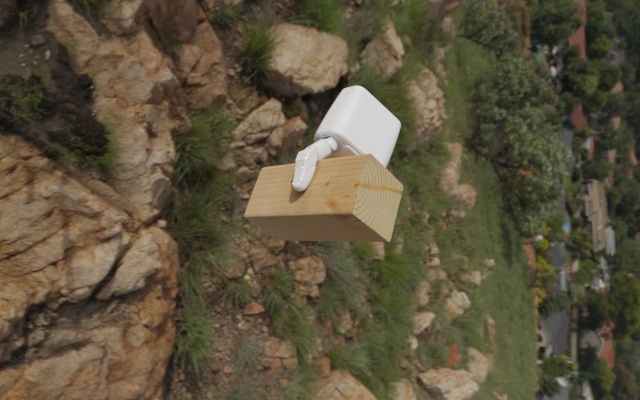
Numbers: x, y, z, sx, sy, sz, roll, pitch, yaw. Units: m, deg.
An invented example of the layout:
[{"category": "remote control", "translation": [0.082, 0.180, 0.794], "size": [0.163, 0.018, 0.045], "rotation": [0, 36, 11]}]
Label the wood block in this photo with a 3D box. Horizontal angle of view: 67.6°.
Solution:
[{"category": "wood block", "translation": [0.000, 0.002, 0.687], "size": [0.206, 0.090, 0.091], "rotation": [-4, -31, 42]}]
